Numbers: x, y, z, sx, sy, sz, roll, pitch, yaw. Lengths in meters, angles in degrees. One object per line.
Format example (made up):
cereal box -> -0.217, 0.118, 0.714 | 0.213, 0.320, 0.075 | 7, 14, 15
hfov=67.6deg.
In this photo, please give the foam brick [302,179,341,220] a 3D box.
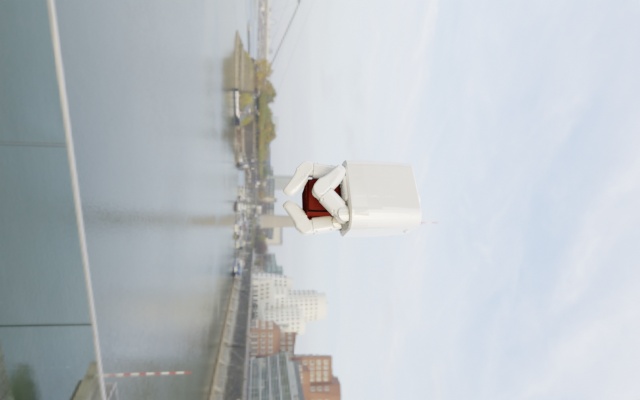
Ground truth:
foam brick -> 0.000, 0.002, 0.742 | 0.051, 0.053, 0.078 | 0, -14, -8
